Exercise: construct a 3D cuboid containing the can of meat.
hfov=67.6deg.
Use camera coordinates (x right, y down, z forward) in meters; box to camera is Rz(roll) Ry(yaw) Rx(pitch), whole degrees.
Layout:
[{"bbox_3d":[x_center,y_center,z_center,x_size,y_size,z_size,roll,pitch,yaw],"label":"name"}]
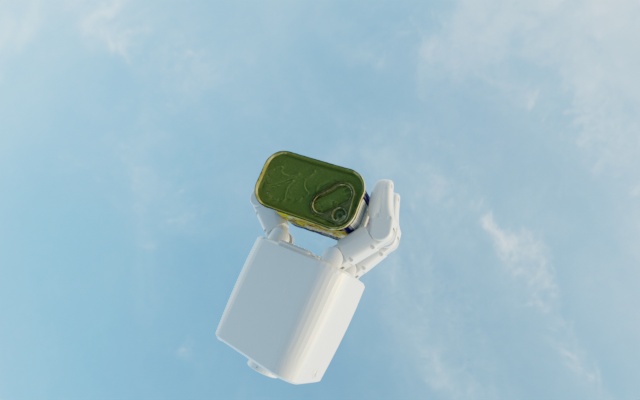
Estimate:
[{"bbox_3d":[0.000,0.002,0.465,0.102,0.057,0.084,17,-12,22],"label":"can of meat"}]
